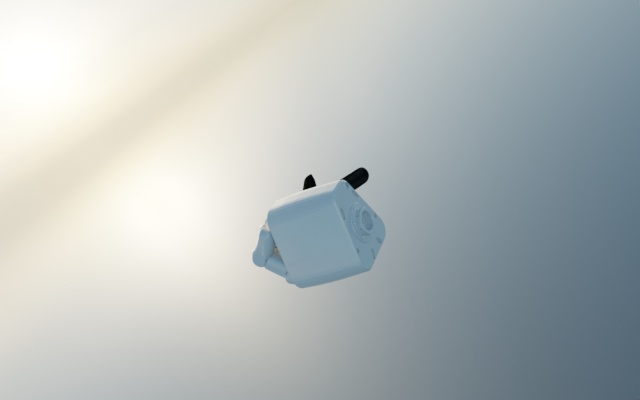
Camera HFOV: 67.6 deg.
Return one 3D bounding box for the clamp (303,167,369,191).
[{"bbox_3d":[0.000,0.002,0.708,0.120,0.039,0.171,-17,28,34],"label":"clamp"}]
